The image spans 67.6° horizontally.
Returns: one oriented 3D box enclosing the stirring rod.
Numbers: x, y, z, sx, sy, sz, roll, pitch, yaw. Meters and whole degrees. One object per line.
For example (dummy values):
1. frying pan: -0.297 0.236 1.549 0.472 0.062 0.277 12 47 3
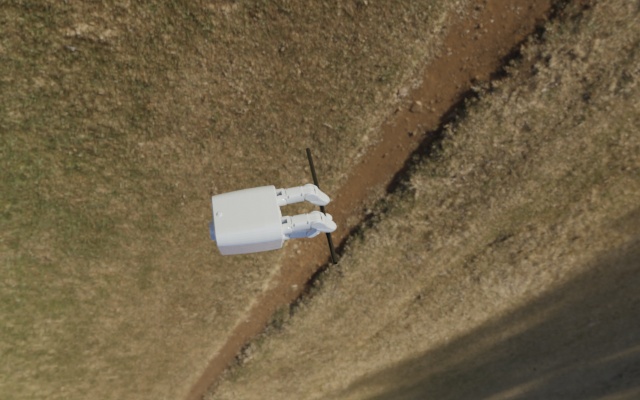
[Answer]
1. stirring rod: 0.000 0.003 0.837 0.011 0.239 0.011 -10 -32 -6
